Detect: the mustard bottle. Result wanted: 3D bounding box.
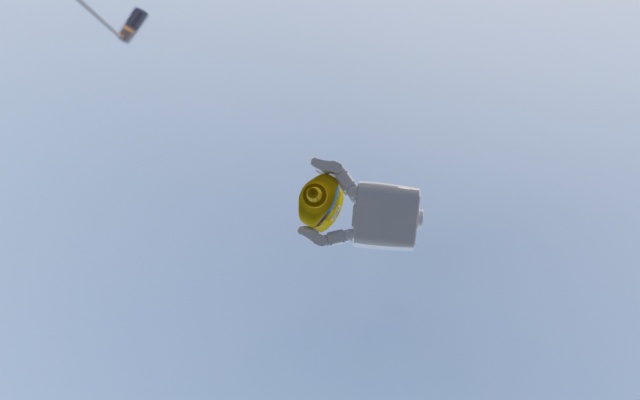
[{"bbox_3d":[0.000,0.003,0.844,0.058,0.096,0.192,29,-4,10],"label":"mustard bottle"}]
